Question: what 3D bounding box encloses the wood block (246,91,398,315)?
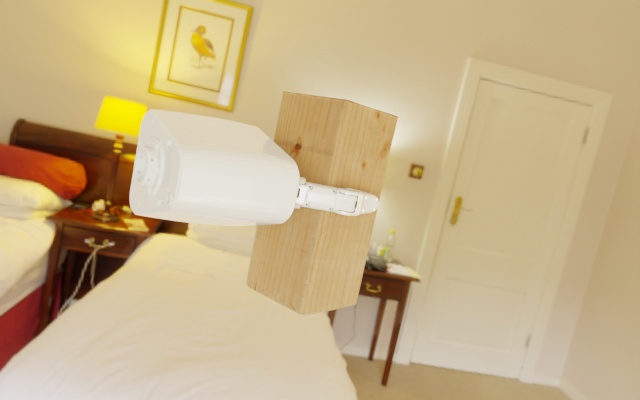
[{"bbox_3d":[0.000,0.002,0.499,0.091,0.206,0.090,18,9,39],"label":"wood block"}]
